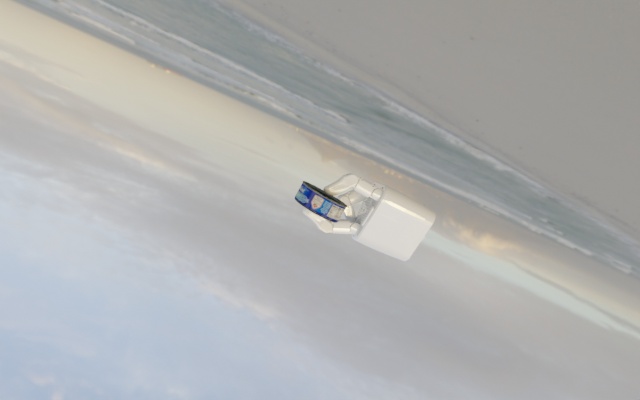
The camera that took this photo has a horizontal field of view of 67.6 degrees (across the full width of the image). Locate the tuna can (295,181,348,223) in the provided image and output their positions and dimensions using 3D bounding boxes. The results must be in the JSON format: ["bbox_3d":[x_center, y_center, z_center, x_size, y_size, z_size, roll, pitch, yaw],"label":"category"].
[{"bbox_3d":[0.000,0.003,0.801,0.086,0.034,0.086,29,6,-3],"label":"tuna can"}]
